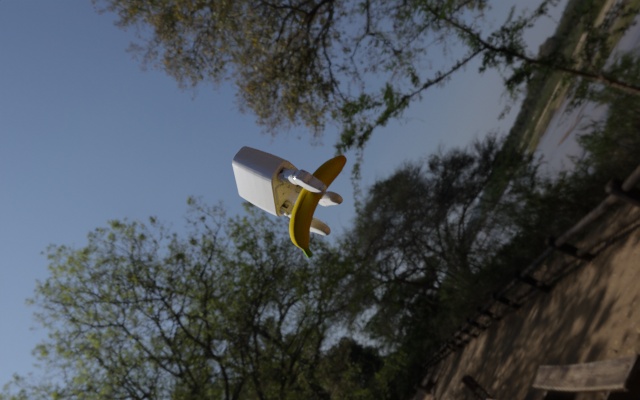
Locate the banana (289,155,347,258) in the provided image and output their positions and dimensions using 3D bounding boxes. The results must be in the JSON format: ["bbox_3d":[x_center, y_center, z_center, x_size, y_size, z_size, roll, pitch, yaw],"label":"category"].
[{"bbox_3d":[-0.012,0.001,0.856,0.037,0.198,0.070,20,-2,38],"label":"banana"}]
